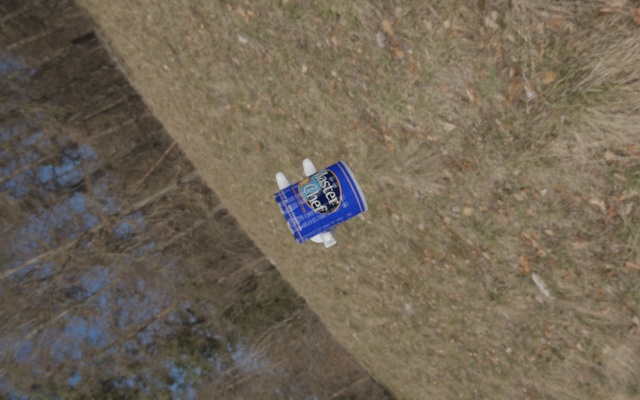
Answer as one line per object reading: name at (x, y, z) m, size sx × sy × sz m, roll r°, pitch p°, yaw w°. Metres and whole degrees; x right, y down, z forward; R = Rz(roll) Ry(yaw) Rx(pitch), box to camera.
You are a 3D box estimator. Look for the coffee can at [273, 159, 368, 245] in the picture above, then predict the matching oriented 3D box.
coffee can at (0.000, 0.003, 0.853) m, size 0.140 × 0.103 × 0.103 m, roll -27°, pitch 2°, yaw -3°
